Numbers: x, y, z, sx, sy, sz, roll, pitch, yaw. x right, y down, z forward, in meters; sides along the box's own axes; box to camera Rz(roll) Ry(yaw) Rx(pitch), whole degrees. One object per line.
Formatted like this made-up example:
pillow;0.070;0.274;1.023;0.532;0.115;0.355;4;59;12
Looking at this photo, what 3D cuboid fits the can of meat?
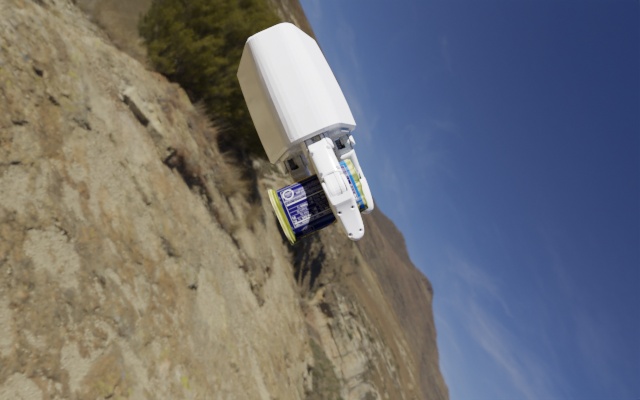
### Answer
can of meat;0.000;0.002;0.486;0.084;0.057;0.102;-24;-3;0
